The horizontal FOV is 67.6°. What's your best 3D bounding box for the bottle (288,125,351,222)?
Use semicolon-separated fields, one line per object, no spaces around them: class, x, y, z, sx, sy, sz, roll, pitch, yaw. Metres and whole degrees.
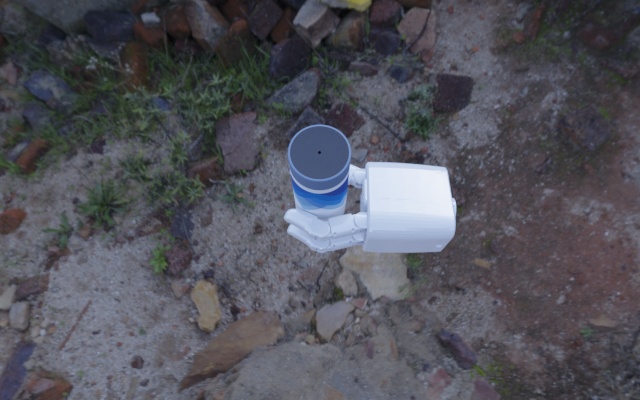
bottle;0.000;0.002;0.634;0.069;0.069;0.296;0;-21;0
